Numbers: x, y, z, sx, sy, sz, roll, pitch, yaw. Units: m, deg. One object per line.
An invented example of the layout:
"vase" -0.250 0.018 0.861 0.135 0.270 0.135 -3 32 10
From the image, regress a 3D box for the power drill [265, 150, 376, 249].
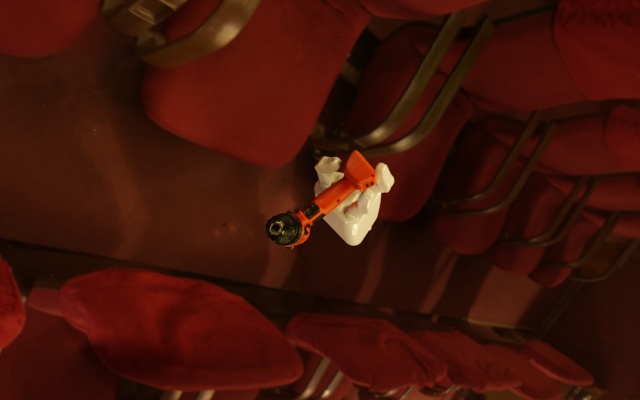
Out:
"power drill" 0.001 0.002 0.751 0.187 0.057 0.184 -38 -6 2
